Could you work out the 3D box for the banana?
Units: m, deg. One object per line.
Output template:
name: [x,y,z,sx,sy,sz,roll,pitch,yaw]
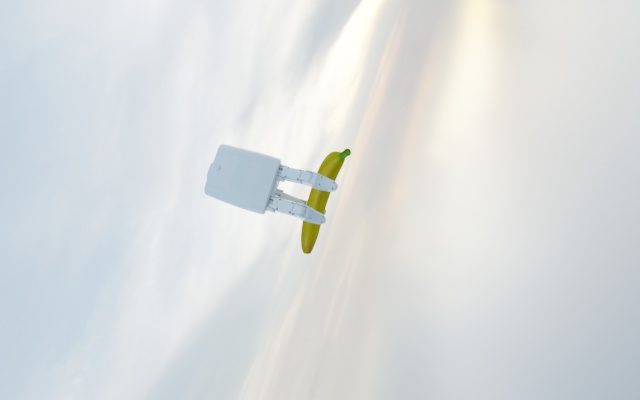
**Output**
banana: [0.000,-0.005,0.835,0.037,0.198,0.069,18,13,-10]
